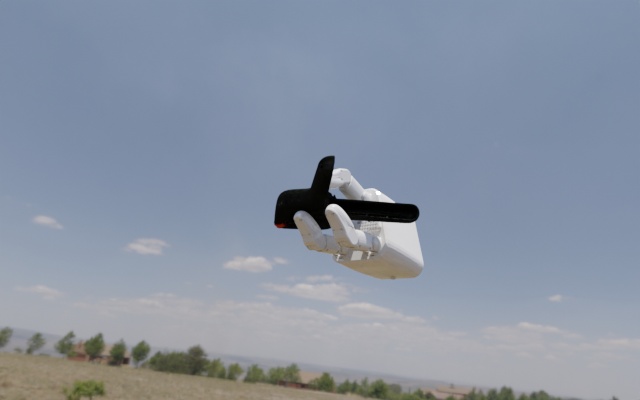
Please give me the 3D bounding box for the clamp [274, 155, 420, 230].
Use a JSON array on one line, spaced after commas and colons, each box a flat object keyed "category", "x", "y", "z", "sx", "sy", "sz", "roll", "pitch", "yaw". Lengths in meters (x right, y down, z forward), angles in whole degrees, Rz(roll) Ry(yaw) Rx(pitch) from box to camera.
[{"category": "clamp", "x": 0.000, "y": 0.002, "z": 0.630, "sx": 0.210, "sy": 0.036, "sz": 0.165, "roll": -11, "pitch": -33, "yaw": 41}]
